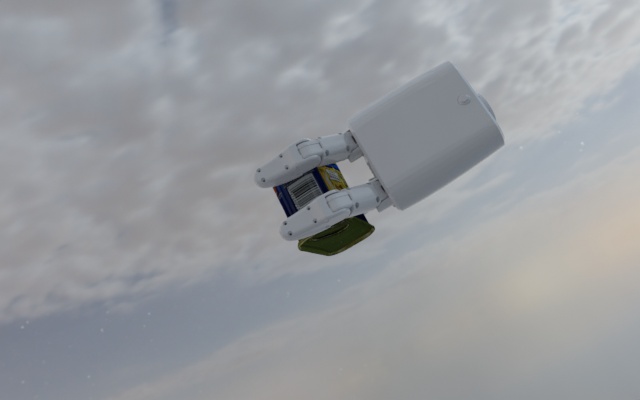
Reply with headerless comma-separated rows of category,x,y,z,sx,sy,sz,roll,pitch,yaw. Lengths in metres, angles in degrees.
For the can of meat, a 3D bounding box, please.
can of meat,0.000,0.001,0.462,0.057,0.084,0.102,-32,-21,14
